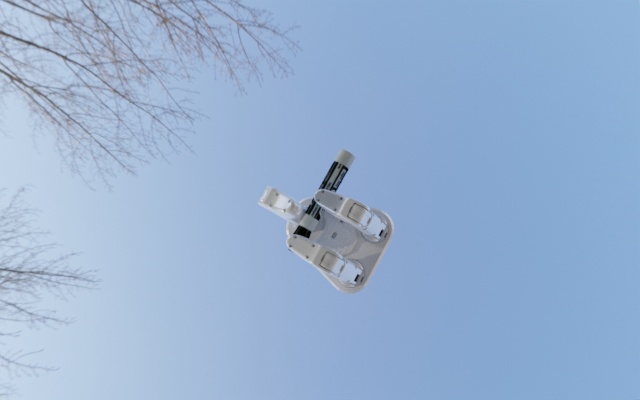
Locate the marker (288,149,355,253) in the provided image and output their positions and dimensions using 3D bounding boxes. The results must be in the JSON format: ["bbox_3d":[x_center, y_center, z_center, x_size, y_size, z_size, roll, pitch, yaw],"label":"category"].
[{"bbox_3d":[0.000,0.002,0.506,0.020,0.121,0.020,29,-6,3],"label":"marker"}]
